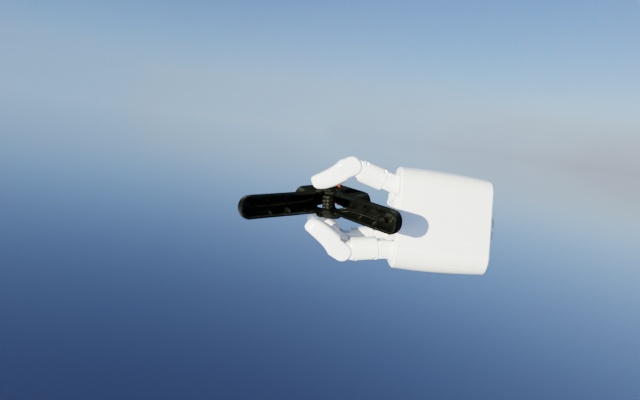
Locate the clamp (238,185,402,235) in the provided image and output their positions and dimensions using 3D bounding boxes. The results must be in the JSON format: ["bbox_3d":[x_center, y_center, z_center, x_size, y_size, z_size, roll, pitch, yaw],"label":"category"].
[{"bbox_3d":[0.000,0.001,0.558,0.164,0.036,0.210,6,8,0],"label":"clamp"}]
